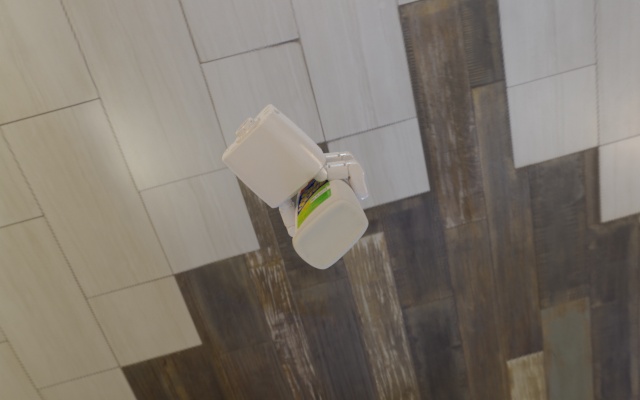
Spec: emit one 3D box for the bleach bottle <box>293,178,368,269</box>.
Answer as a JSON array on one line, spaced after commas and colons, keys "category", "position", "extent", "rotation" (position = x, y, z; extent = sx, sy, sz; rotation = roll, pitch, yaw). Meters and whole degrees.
[{"category": "bleach bottle", "position": [0.000, 0.002, 0.724], "extent": [0.068, 0.102, 0.250], "rotation": [43, 9, -19]}]
